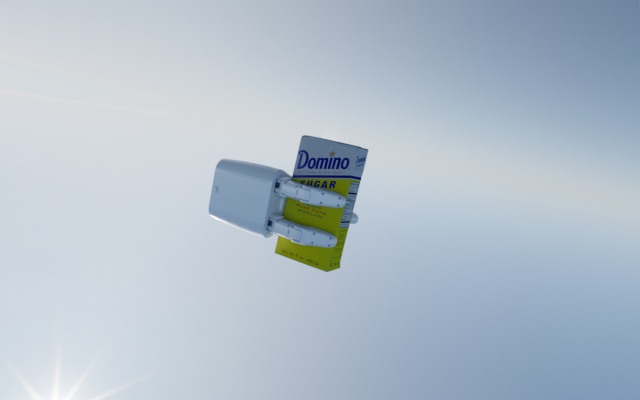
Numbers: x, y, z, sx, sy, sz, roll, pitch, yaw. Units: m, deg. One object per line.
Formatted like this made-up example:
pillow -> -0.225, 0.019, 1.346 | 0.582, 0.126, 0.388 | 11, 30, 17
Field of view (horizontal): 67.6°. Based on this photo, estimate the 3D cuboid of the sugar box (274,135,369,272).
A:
sugar box -> 0.000, 0.002, 0.673 | 0.093, 0.176, 0.048 | 15, 8, 27
